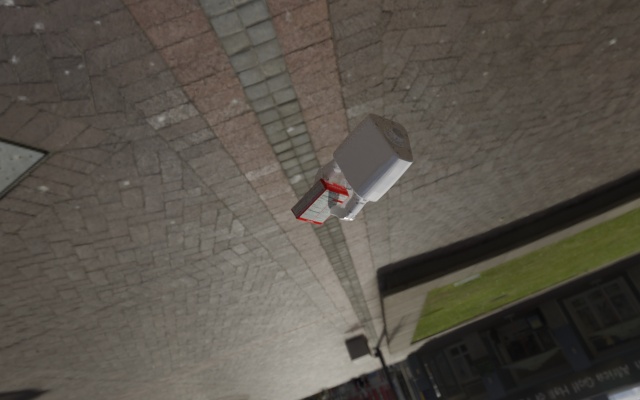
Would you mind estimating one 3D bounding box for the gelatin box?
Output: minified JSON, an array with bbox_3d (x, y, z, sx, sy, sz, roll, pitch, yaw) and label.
[{"bbox_3d":[0.000,0.004,0.898,0.089,0.030,0.073,-46,-34,21],"label":"gelatin box"}]
